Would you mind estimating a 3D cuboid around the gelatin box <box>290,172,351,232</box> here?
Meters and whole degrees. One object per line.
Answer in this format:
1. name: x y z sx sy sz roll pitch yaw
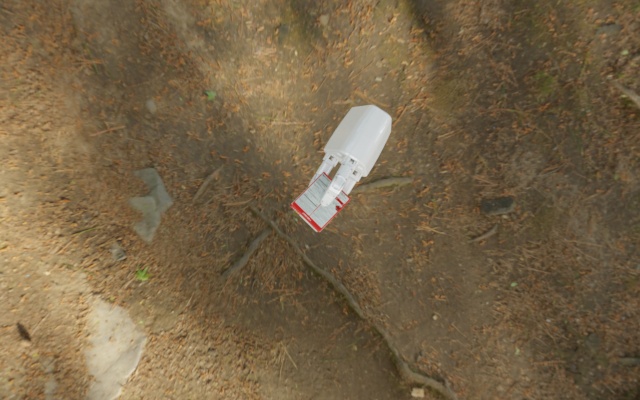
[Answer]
1. gelatin box: 0.000 0.003 0.886 0.073 0.089 0.030 45 -11 -4
